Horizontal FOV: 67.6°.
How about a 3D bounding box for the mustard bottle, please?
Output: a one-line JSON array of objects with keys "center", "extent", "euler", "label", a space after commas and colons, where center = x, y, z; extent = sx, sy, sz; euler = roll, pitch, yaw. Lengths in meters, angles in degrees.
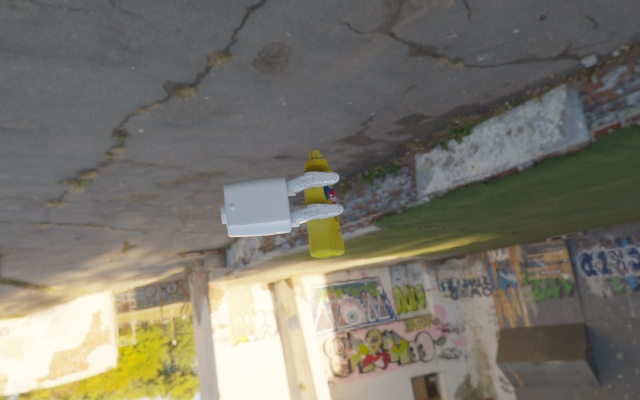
[{"center": [0.001, 0.003, 0.849], "extent": [0.058, 0.191, 0.096], "euler": [-11, -13, 15], "label": "mustard bottle"}]
